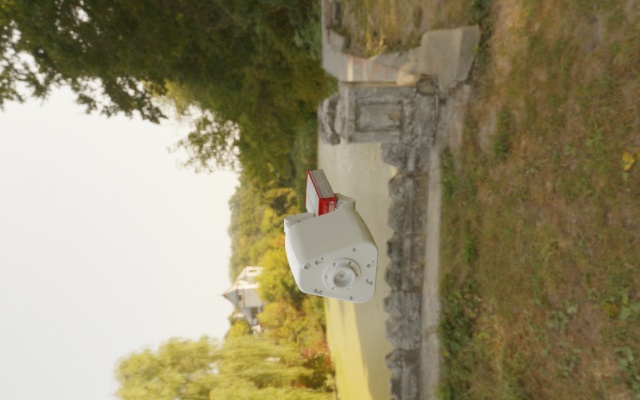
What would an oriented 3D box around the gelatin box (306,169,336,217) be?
[{"bbox_3d":[0.000,0.002,0.781,0.030,0.073,0.089,-6,36,-14],"label":"gelatin box"}]
